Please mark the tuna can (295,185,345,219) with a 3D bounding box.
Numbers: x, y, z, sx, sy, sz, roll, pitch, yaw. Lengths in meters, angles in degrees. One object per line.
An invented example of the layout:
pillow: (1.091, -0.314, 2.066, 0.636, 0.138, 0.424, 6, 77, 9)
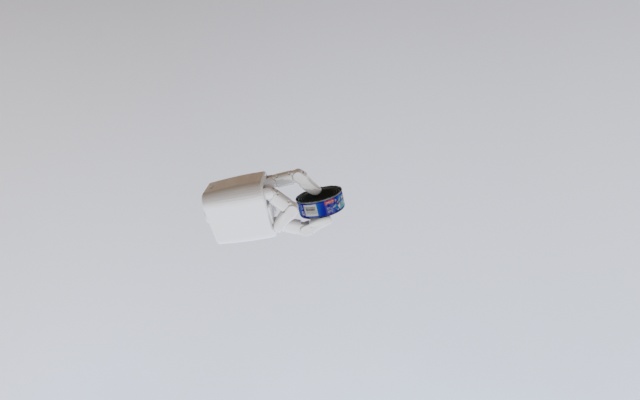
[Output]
tuna can: (0.000, 0.003, 0.863, 0.086, 0.034, 0.086, -12, 17, 4)
